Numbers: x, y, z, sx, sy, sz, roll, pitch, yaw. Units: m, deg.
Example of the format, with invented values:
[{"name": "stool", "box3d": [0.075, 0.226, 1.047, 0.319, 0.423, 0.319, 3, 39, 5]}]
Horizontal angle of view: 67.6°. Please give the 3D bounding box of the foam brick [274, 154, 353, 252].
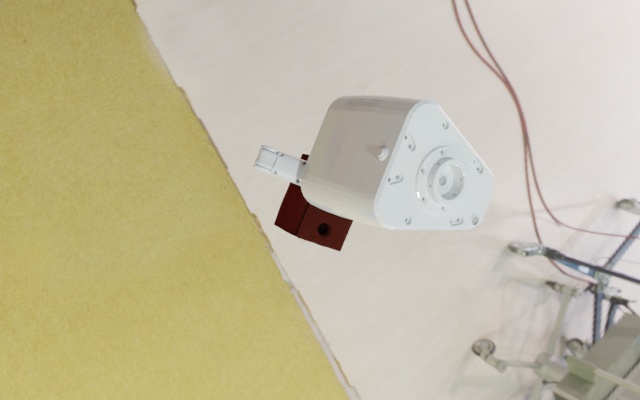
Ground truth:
[{"name": "foam brick", "box3d": [0.000, 0.002, 0.455, 0.053, 0.078, 0.051, 22, 0, -31]}]
